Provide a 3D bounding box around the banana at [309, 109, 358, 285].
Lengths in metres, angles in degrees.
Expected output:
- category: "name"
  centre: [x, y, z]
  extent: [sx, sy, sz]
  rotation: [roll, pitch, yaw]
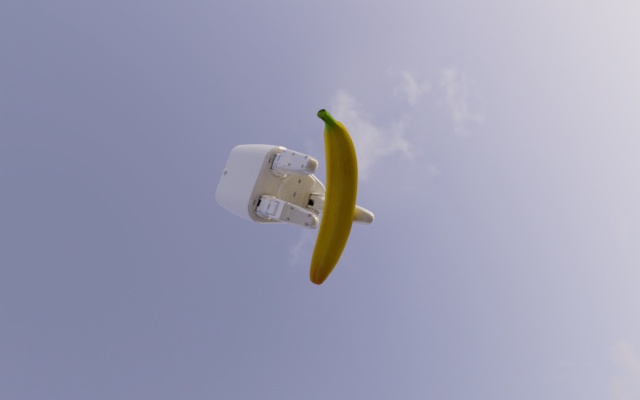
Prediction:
- category: "banana"
  centre: [0.014, -0.004, 0.548]
  extent: [0.069, 0.198, 0.037]
  rotation: [-10, 16, -42]
